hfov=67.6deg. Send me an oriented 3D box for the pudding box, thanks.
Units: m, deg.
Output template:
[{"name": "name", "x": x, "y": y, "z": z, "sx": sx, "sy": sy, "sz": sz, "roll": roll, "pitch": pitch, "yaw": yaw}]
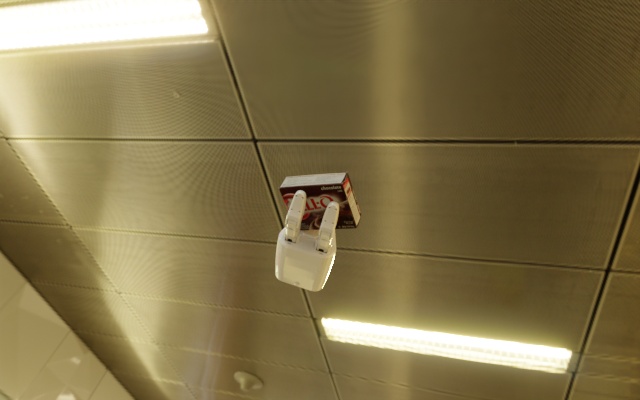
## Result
[{"name": "pudding box", "x": 0.000, "y": 0.002, "z": 0.767, "sx": 0.113, "sy": 0.090, "sz": 0.039, "roll": -5, "pitch": 37, "yaw": 23}]
